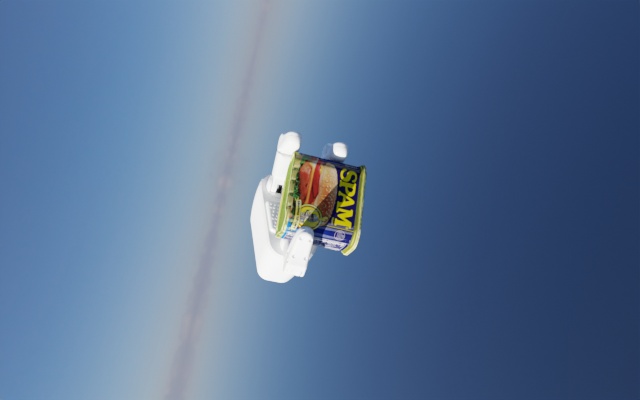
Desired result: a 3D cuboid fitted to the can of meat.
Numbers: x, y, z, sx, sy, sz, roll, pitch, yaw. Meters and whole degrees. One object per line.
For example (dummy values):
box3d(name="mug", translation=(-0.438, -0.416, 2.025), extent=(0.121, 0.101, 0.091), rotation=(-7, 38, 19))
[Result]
box3d(name="can of meat", translation=(0.000, 0.002, 0.534), extent=(0.084, 0.102, 0.057), rotation=(13, -23, -11))
